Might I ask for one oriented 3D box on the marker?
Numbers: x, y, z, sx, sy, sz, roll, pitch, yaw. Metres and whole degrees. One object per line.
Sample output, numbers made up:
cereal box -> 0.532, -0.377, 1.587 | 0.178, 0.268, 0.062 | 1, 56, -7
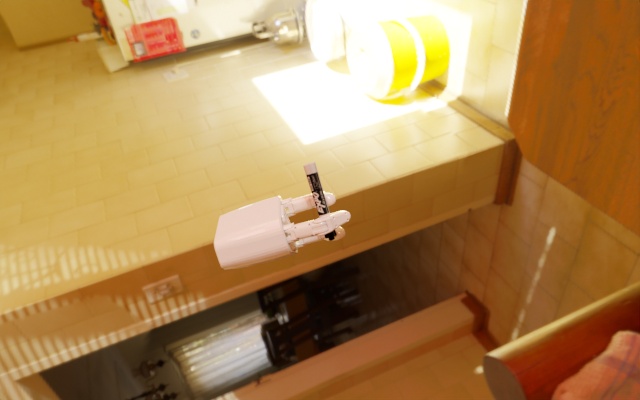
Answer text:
marker -> 0.000, 0.002, 0.715 | 0.020, 0.121, 0.020 | -16, 8, 2
